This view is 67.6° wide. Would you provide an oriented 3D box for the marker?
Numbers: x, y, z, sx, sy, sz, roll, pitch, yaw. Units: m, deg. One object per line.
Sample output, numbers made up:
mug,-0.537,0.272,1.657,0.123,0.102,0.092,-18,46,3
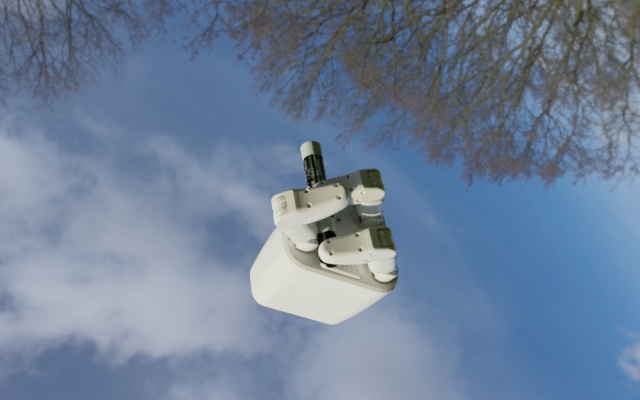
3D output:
marker,0.000,0.001,0.415,0.020,0.121,0.020,-8,-30,-5
